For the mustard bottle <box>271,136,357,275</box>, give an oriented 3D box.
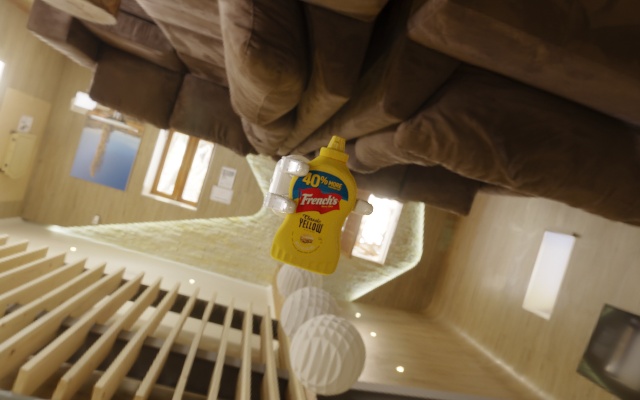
[{"bbox_3d":[0.000,0.002,0.679,0.096,0.191,0.058,17,1,10],"label":"mustard bottle"}]
